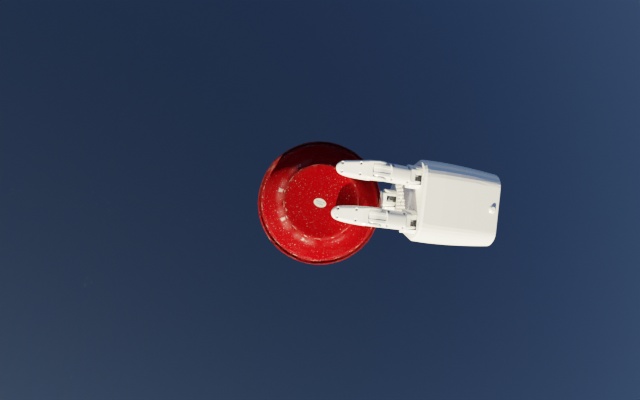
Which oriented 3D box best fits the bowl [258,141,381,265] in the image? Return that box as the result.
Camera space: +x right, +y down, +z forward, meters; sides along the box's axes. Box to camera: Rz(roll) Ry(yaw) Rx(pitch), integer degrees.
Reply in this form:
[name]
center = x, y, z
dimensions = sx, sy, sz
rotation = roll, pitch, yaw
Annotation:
[bowl]
center = -0.001, 0.002, 0.600
dimensions = 0.162, 0.162, 0.055
rotation = 0, -2, -2
